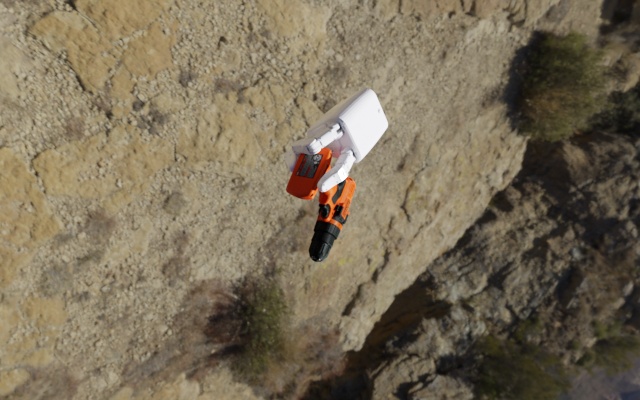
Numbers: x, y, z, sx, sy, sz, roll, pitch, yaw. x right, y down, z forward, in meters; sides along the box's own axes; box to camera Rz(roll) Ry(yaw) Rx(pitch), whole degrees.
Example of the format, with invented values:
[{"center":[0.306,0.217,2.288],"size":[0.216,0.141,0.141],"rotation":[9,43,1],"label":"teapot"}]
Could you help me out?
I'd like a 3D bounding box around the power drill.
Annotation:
[{"center":[0.000,0.002,0.883],"size":[0.057,0.184,0.188],"rotation":[10,-24,23],"label":"power drill"}]
